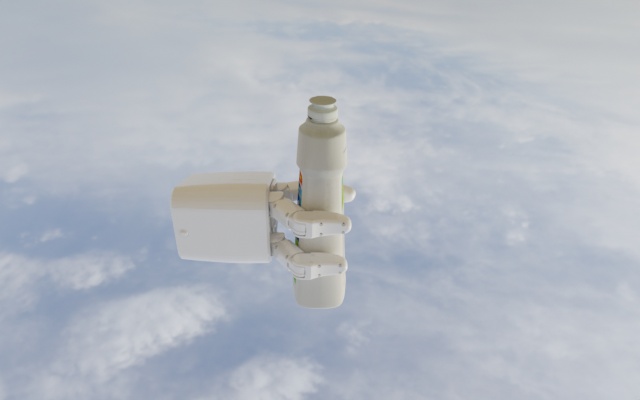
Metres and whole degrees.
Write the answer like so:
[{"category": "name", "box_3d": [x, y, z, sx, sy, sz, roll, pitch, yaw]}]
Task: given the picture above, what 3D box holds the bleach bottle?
[{"category": "bleach bottle", "box_3d": [0.000, 0.002, 0.552, 0.068, 0.251, 0.102, 0, 31, -2]}]
